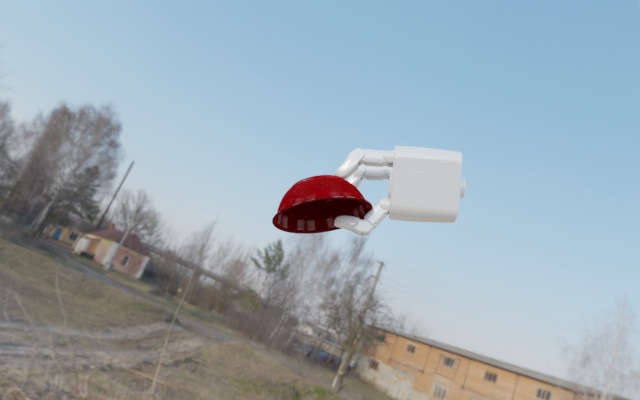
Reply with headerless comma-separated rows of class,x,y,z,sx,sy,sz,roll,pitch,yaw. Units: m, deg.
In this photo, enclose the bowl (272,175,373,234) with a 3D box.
bowl,-0.001,0.002,0.767,0.162,0.055,0.162,-8,-21,-3
